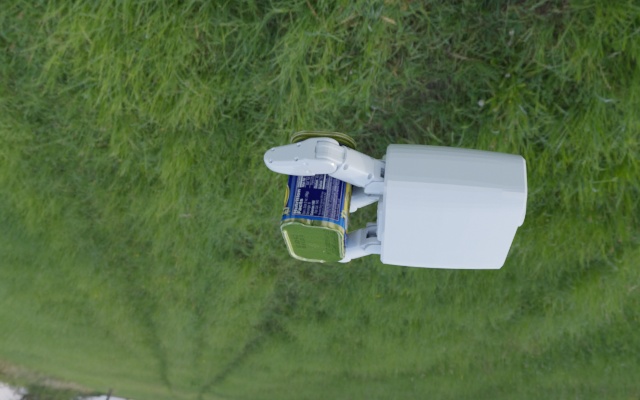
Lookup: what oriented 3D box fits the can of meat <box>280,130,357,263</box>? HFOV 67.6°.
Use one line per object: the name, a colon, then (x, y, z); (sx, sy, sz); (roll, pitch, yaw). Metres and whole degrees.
can of meat: (0.000, 0.002, 0.422); (0.057, 0.084, 0.102); (5, -24, 6)
